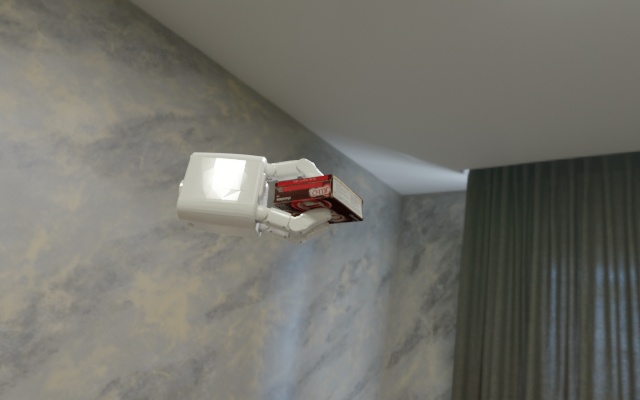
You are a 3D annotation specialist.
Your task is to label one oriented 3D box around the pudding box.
[{"bbox_3d":[0.000,0.002,0.675,0.090,0.039,0.113,-6,-19,26],"label":"pudding box"}]
